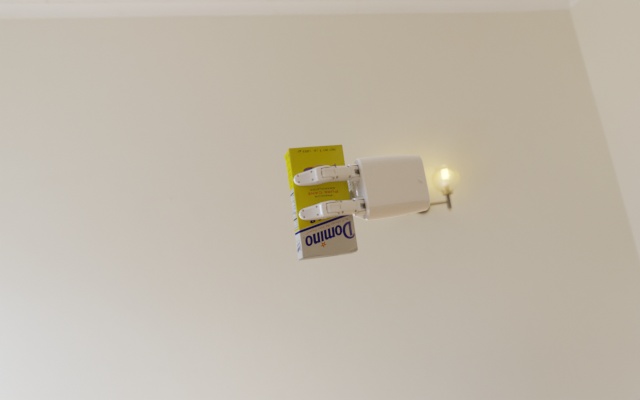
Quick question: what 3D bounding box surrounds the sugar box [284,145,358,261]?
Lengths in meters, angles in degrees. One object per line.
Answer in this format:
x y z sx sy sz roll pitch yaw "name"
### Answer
0.000 0.002 0.765 0.093 0.176 0.048 -6 -12 -15 "sugar box"
